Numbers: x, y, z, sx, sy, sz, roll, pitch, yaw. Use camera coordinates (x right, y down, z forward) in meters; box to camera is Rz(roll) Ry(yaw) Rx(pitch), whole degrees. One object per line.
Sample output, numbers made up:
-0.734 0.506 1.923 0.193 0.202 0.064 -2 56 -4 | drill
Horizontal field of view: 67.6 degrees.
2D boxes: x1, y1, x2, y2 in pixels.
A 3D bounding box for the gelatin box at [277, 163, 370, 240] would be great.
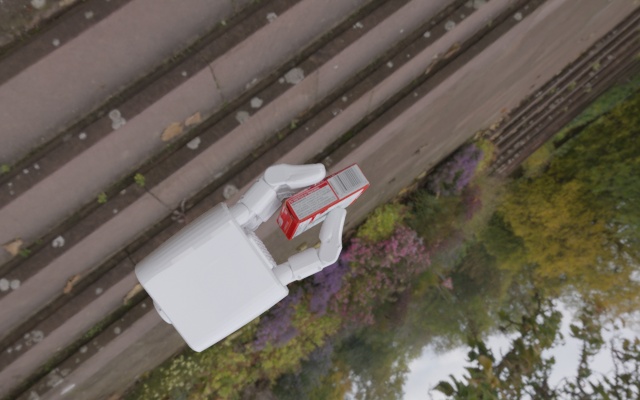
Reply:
0.001 0.002 0.503 0.089 0.030 0.073 -29 -9 -17 | gelatin box
